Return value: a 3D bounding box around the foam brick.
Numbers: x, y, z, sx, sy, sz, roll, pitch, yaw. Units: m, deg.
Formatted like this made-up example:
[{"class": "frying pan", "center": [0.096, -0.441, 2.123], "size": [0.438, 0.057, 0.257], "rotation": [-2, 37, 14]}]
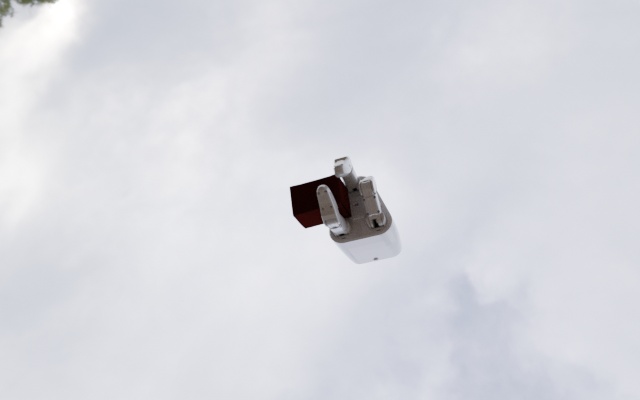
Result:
[{"class": "foam brick", "center": [0.000, 0.002, 0.718], "size": [0.078, 0.053, 0.051], "rotation": [-14, -30, 14]}]
